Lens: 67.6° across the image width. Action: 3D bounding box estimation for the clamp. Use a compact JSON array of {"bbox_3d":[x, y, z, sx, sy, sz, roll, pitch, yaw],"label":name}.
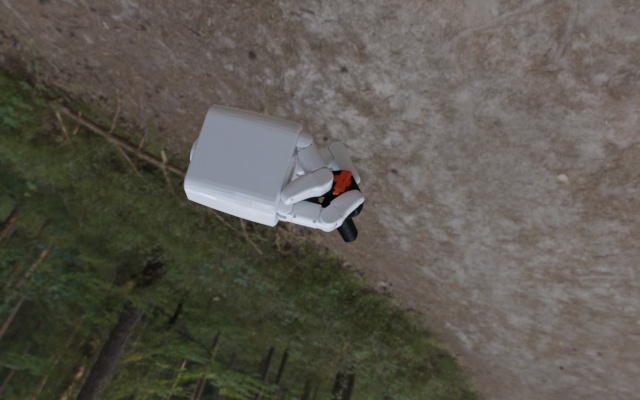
[{"bbox_3d":[0.000,0.003,0.618,0.120,0.039,0.171,15,-26,3],"label":"clamp"}]
